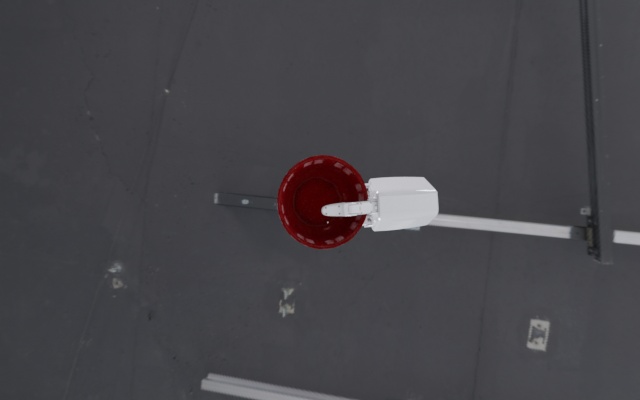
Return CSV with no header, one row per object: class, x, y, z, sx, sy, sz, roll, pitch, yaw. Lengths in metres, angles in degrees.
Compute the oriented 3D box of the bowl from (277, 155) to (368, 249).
bowl,-0.001,0.003,0.842,0.162,0.162,0.055,0,1,-14
